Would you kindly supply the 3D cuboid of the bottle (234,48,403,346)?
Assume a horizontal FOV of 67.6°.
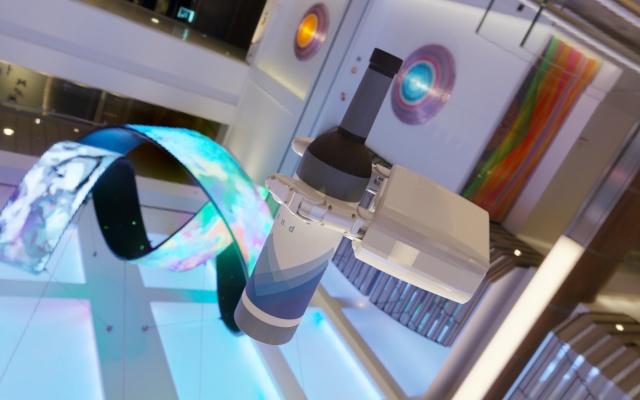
[{"bbox_3d":[0.000,0.002,0.454,0.069,0.296,0.069,22,18,-8],"label":"bottle"}]
